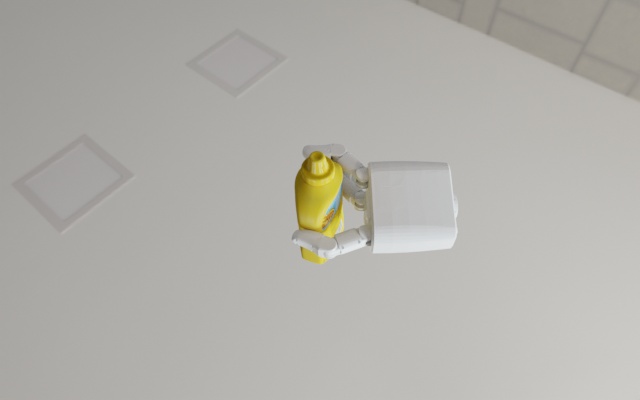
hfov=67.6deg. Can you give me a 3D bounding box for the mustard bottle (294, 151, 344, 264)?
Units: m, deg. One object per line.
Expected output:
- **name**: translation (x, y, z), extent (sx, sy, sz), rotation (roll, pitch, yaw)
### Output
- **mustard bottle**: translation (0.000, 0.002, 0.636), extent (0.058, 0.096, 0.192), rotation (17, -31, 13)
